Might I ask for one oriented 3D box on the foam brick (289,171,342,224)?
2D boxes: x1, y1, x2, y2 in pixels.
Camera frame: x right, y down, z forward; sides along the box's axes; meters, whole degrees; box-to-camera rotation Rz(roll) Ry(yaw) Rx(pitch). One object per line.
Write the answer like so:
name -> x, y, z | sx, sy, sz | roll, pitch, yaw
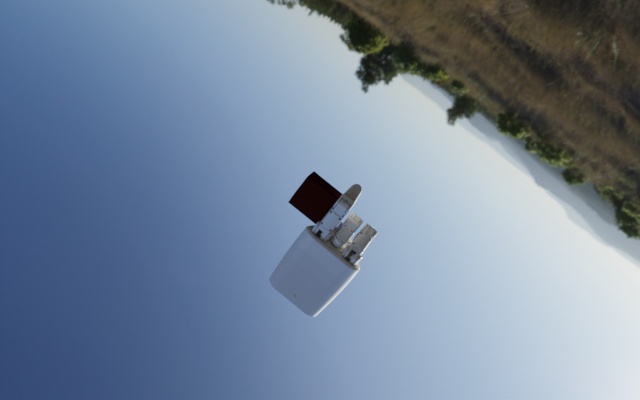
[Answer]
foam brick -> 0.000, 0.002, 0.720 | 0.078, 0.051, 0.053 | 39, 16, 2
